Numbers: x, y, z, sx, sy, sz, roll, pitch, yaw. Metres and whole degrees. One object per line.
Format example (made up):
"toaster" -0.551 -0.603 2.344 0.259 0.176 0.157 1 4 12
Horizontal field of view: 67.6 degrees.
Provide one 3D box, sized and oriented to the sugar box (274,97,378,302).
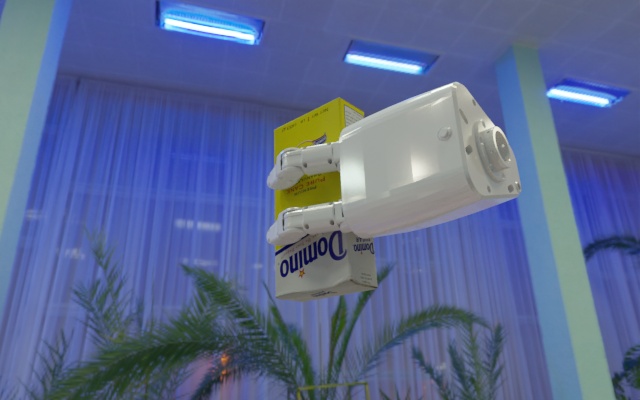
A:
"sugar box" 0.000 0.001 0.454 0.093 0.176 0.048 -20 -29 38
